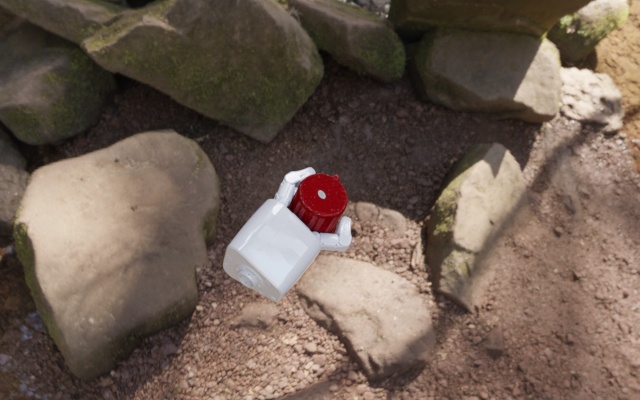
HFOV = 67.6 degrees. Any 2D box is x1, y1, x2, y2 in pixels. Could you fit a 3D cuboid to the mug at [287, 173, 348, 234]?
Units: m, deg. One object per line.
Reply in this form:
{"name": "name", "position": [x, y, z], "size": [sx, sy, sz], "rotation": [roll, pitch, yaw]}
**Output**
{"name": "mug", "position": [0.001, 0.002, 0.774], "size": [0.093, 0.117, 0.081], "rotation": [35, -35, 4]}
